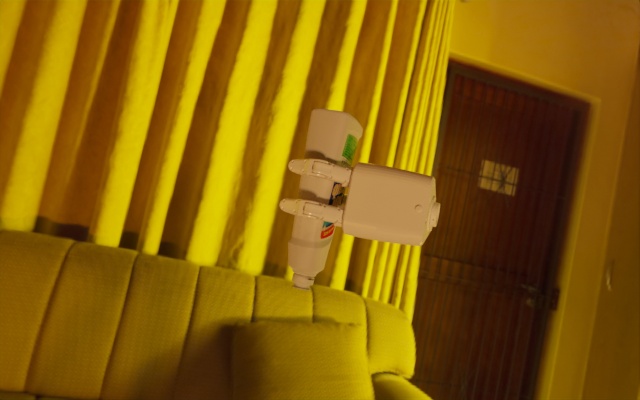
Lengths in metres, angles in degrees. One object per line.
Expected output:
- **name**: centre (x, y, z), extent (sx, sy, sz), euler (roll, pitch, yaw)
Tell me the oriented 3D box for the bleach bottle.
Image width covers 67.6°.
- **bleach bottle**: centre (0.000, 0.002, 0.689), extent (0.068, 0.251, 0.102), euler (10, -4, 18)
